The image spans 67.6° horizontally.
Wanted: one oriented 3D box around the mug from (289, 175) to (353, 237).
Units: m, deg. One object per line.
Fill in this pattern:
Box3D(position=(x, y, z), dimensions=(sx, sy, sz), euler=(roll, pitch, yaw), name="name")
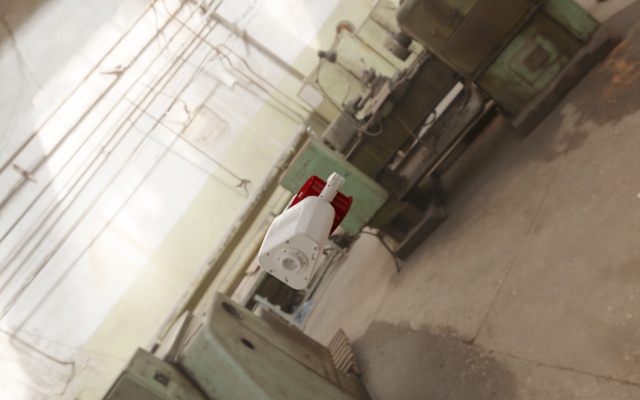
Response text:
Box3D(position=(0.000, 0.002, 0.861), dimensions=(0.081, 0.093, 0.117), euler=(35, 31, -9), name="mug")
